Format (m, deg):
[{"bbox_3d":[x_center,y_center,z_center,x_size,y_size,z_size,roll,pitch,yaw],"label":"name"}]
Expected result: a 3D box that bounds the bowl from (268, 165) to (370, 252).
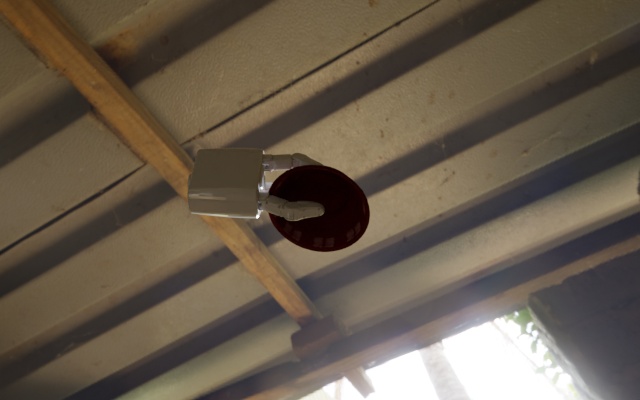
[{"bbox_3d":[0.001,0.003,0.752,0.162,0.162,0.055,0,33,13],"label":"bowl"}]
